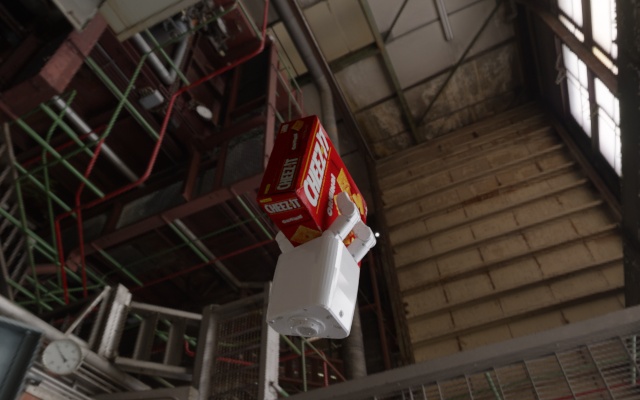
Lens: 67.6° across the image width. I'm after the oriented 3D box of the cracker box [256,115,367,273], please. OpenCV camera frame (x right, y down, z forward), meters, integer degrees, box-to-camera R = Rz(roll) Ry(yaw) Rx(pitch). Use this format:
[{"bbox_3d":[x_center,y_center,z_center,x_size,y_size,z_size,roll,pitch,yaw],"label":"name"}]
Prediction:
[{"bbox_3d":[0.000,0.003,0.737,0.072,0.164,0.214,-11,-46,24],"label":"cracker box"}]
